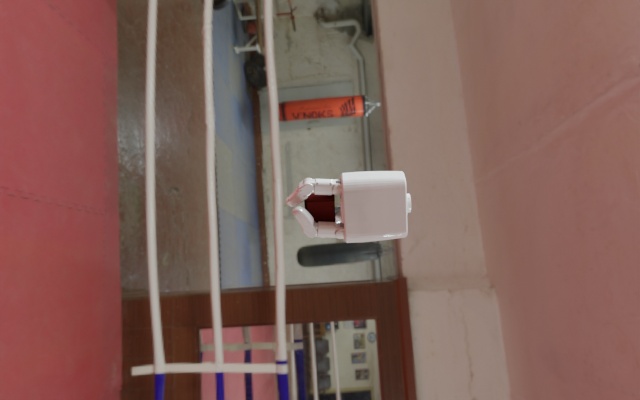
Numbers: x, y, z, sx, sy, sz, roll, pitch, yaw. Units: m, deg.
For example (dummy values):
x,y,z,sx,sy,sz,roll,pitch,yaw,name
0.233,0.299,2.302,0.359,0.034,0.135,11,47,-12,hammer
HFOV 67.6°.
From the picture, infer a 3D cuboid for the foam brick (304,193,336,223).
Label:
x,y,z,sx,sy,sz,roll,pitch,yaw,name
0.000,0.003,0.839,0.051,0.053,0.078,-3,32,2,foam brick
